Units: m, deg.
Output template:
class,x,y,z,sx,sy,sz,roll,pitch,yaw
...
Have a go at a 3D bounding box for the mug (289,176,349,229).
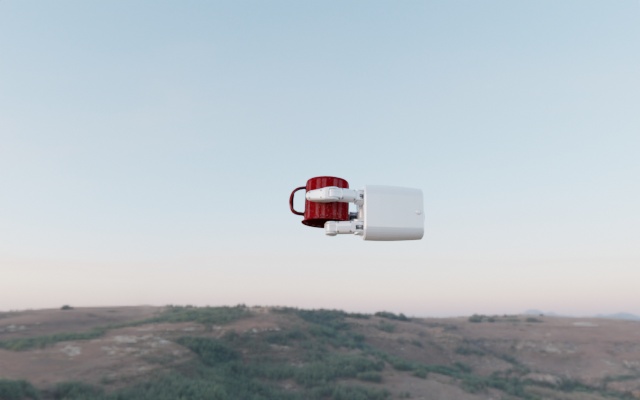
class,x,y,z,sx,sy,sz,roll,pitch,yaw
mug,-0.001,0.003,0.883,0.117,0.081,0.093,4,-14,-6
